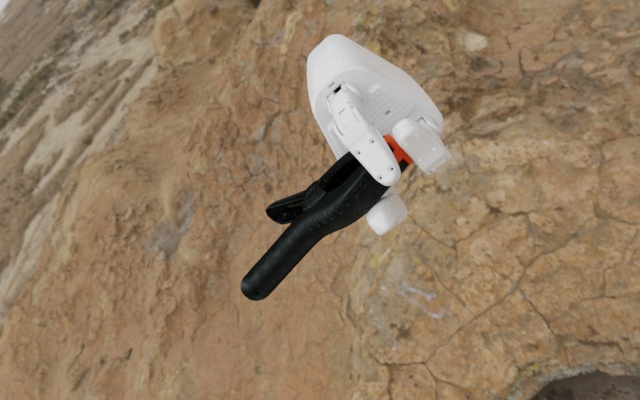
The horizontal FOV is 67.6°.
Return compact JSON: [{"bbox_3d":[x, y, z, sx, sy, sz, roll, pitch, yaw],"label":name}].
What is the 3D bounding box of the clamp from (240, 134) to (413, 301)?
[{"bbox_3d":[0.000,0.001,0.405,0.171,0.039,0.120,-38,28,19],"label":"clamp"}]
